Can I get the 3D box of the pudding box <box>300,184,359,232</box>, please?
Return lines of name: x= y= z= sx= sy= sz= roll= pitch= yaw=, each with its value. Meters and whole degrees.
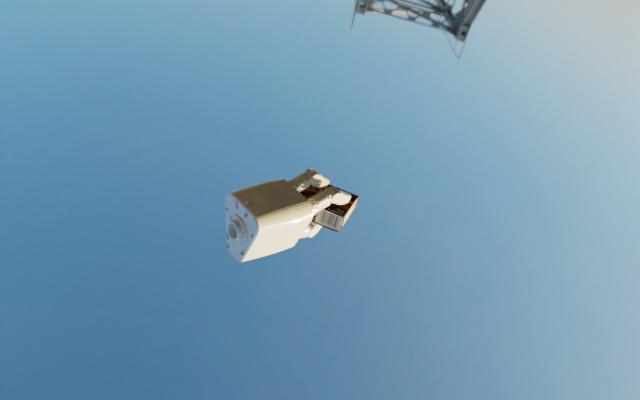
pudding box: x=0.000 y=0.003 z=0.840 sx=0.113 sy=0.039 sz=0.090 roll=24 pitch=32 yaw=10
